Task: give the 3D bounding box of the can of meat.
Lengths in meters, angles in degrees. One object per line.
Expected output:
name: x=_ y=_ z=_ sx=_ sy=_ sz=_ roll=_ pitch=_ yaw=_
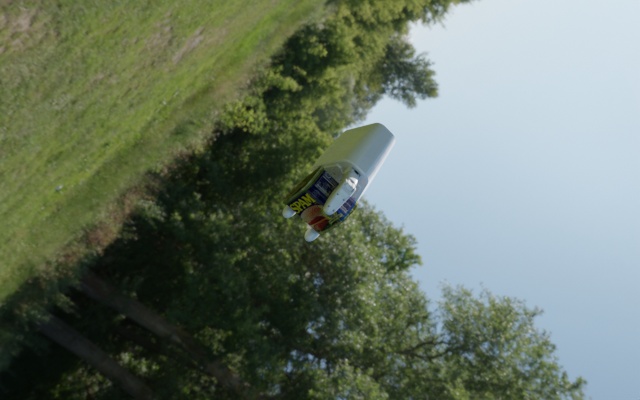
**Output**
can of meat: x=0.000 y=0.003 z=0.765 sx=0.084 sy=0.057 sz=0.102 roll=43 pitch=-33 yaw=-9
